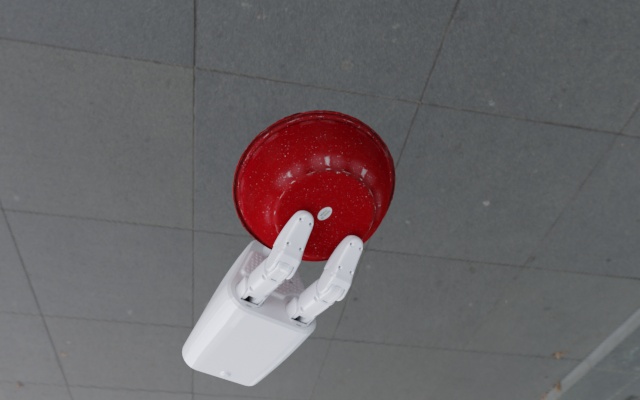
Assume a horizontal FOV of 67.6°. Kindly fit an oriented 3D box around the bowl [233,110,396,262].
[{"bbox_3d":[0.001,0.001,0.446,0.162,0.162,0.055,0,28,-11],"label":"bowl"}]
